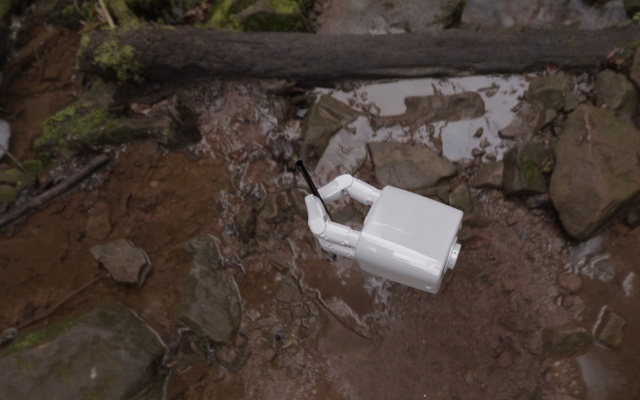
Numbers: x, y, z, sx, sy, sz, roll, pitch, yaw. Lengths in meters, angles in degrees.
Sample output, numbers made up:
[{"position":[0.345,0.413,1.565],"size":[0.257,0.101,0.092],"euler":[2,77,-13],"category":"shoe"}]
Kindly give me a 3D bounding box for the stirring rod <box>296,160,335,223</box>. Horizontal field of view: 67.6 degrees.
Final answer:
[{"position":[0.000,0.002,0.651],"size":[0.011,0.011,0.240],"euler":[0,-22,12],"category":"stirring rod"}]
